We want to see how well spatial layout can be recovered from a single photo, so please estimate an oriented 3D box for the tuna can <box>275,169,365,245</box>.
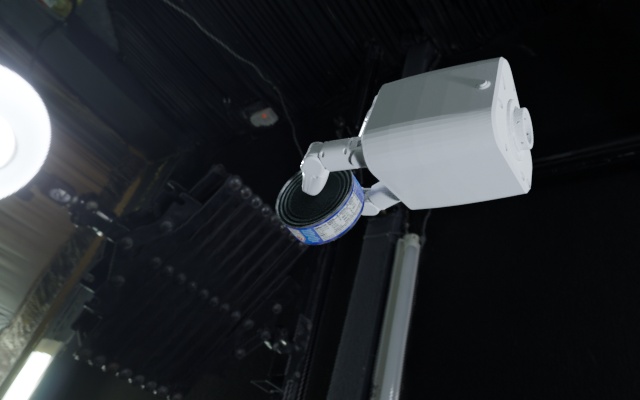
[{"bbox_3d":[0.000,0.002,0.477,0.086,0.086,0.034,0,-38,36],"label":"tuna can"}]
